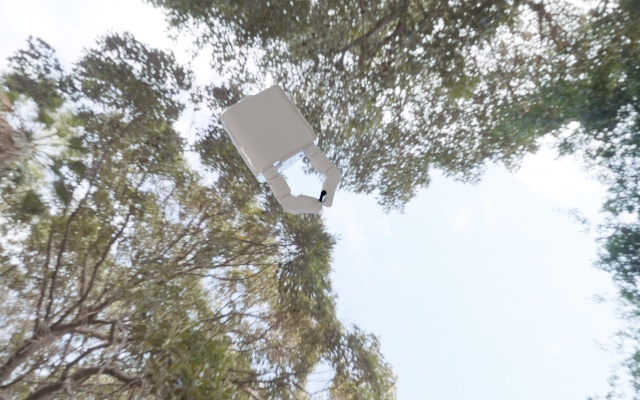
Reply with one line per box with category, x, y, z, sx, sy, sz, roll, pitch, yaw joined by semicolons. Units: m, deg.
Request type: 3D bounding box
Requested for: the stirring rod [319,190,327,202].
stirring rod;0.000;0.002;0.723;0.011;0.011;0.239;0;-6;-2
